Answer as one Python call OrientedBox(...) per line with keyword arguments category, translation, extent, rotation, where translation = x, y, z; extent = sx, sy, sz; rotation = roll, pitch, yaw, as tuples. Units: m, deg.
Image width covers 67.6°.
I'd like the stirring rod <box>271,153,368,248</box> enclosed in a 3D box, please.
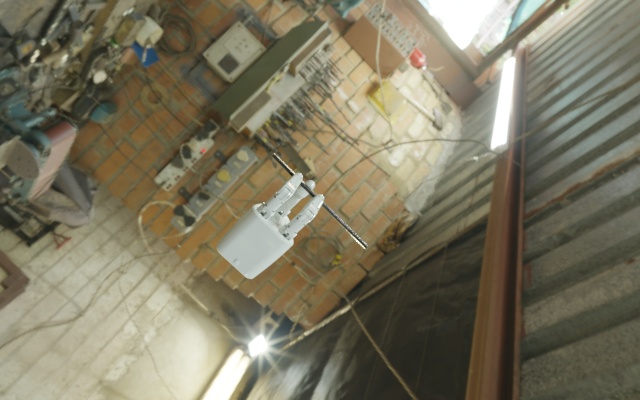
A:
OrientedBox(category="stirring rod", translation=(0.000, 0.003, 0.864), extent=(0.239, 0.011, 0.011), rotation=(45, -9, -10))
